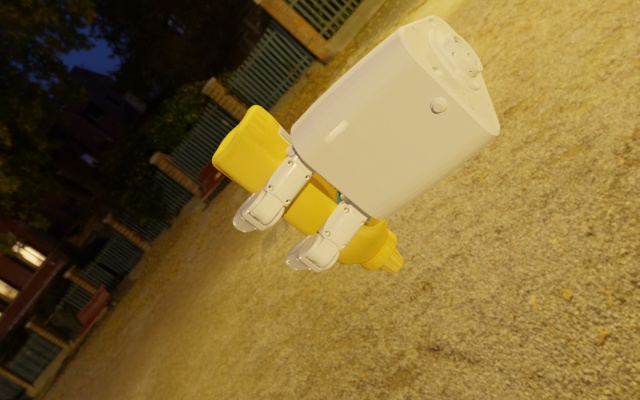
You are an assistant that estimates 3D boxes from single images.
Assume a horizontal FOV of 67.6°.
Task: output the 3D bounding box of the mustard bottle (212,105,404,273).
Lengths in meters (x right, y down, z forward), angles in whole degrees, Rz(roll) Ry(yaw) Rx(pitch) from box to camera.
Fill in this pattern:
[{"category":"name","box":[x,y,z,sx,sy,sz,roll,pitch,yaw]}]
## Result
[{"category":"mustard bottle","box":[0.000,0.001,0.414,0.192,0.058,0.096,39,13,-15]}]
